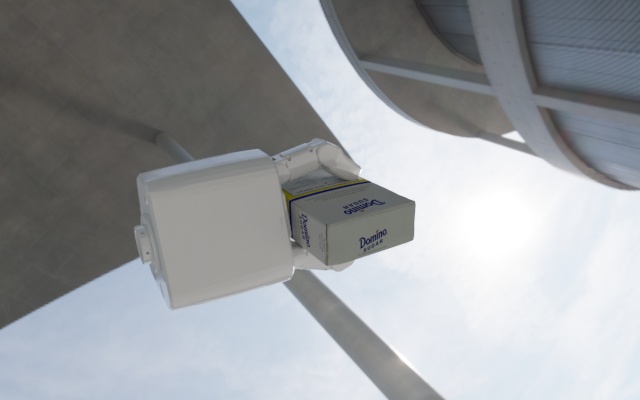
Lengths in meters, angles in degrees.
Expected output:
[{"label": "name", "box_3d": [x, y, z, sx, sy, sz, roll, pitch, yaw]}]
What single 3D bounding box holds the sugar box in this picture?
[{"label": "sugar box", "box_3d": [0.000, 0.002, 0.464, 0.093, 0.048, 0.176, -14, 27, -27]}]
